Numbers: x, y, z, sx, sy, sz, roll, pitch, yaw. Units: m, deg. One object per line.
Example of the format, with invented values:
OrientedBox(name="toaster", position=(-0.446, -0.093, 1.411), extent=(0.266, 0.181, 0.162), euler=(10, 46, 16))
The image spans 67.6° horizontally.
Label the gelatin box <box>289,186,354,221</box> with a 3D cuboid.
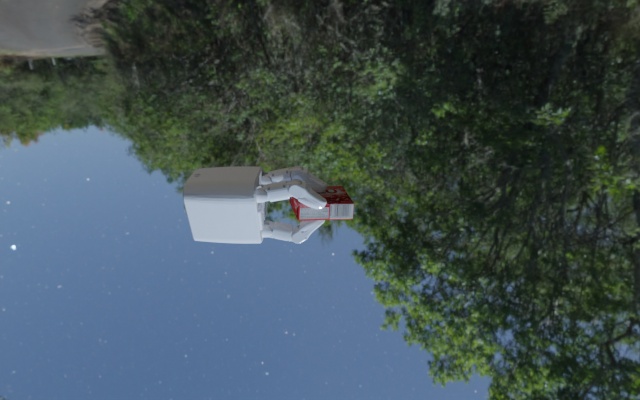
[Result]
OrientedBox(name="gelatin box", position=(0.000, 0.003, 0.739), extent=(0.089, 0.030, 0.073), euler=(-1, 23, -13))
